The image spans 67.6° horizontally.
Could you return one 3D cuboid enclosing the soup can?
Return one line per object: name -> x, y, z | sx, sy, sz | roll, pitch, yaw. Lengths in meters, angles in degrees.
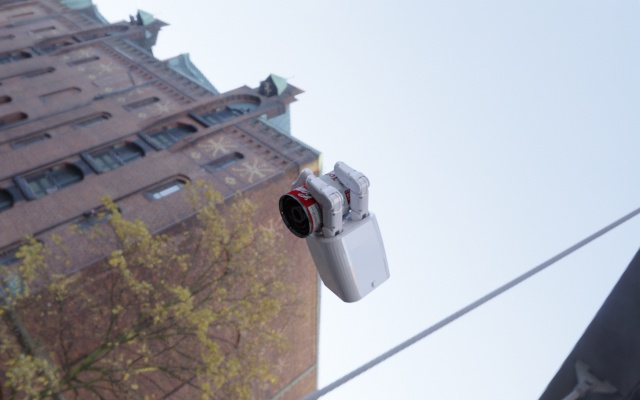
soup can -> 0.000, 0.002, 0.692 | 0.102, 0.068, 0.068 | -29, 17, -33
